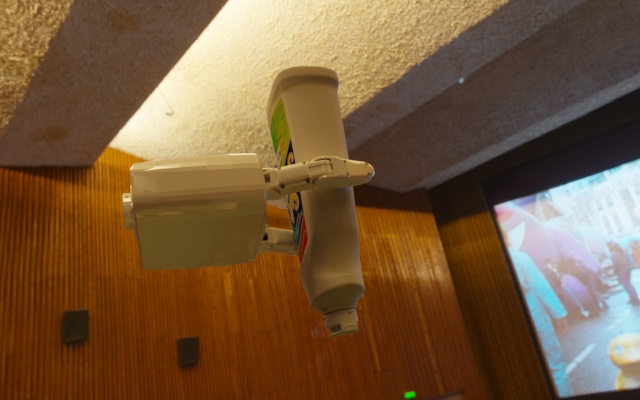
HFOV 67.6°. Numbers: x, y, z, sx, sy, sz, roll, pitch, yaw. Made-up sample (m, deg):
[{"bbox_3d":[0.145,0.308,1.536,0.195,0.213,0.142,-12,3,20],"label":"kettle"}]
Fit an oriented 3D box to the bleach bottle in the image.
[{"bbox_3d":[0.000,0.002,0.465,0.068,0.250,0.103,-4,-22,-19],"label":"bleach bottle"}]
